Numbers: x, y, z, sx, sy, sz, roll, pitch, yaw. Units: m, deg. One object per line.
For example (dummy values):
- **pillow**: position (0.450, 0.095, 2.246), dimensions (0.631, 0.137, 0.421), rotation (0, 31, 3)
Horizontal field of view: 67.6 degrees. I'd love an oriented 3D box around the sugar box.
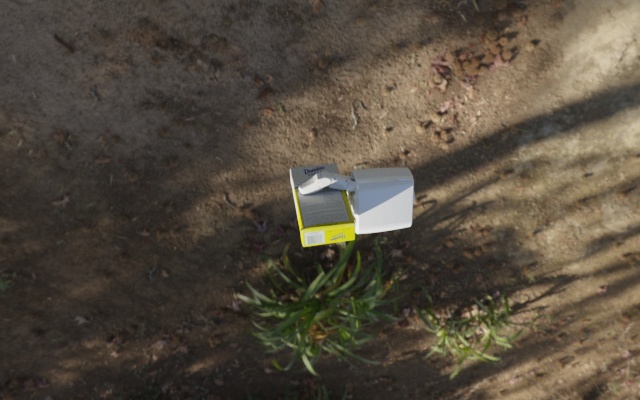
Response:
- **sugar box**: position (0.000, 0.003, 0.863), dimensions (0.093, 0.048, 0.176), rotation (-7, 38, -5)
